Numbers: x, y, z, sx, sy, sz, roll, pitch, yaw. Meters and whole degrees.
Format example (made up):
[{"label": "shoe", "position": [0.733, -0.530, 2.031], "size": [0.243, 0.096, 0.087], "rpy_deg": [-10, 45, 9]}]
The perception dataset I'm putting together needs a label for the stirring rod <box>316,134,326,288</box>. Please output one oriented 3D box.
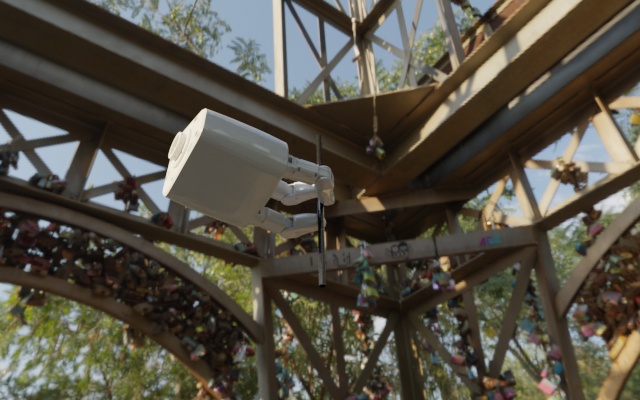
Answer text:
[{"label": "stirring rod", "position": [0.000, 0.002, 0.610], "size": [0.011, 0.239, 0.011], "rpy_deg": [-1, -38, -1]}]
